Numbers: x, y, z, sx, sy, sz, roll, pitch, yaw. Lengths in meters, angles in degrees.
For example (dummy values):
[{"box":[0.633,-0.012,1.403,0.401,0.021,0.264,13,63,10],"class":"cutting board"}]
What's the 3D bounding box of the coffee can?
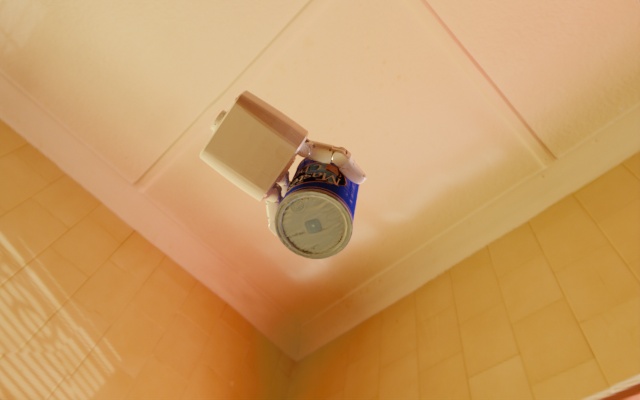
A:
[{"box":[0.000,0.002,0.676,0.103,0.103,0.140,0,27,9],"class":"coffee can"}]
